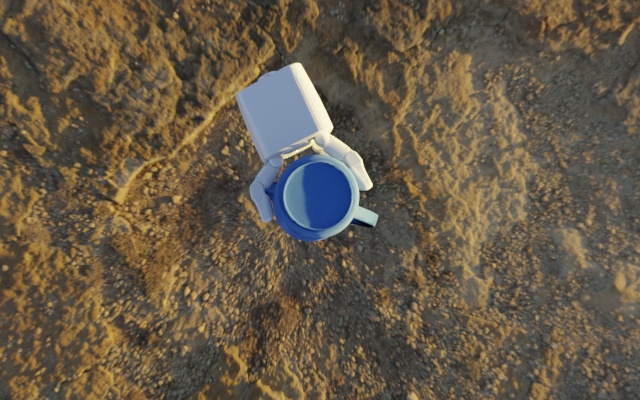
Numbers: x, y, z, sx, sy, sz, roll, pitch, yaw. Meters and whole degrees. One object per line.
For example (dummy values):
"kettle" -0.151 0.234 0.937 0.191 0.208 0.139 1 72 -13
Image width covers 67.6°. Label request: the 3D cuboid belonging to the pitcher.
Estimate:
"pitcher" 0.000 0.002 0.718 0.149 0.145 0.243 -25 -1 -4
